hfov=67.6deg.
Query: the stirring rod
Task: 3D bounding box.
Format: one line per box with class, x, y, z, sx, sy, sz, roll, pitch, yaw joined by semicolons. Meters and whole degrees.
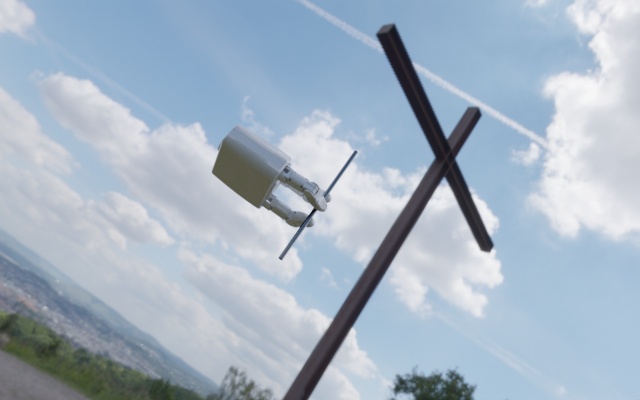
stirring rod;0.000;0.003;0.799;0.011;0.239;0.011;28;-25;15
